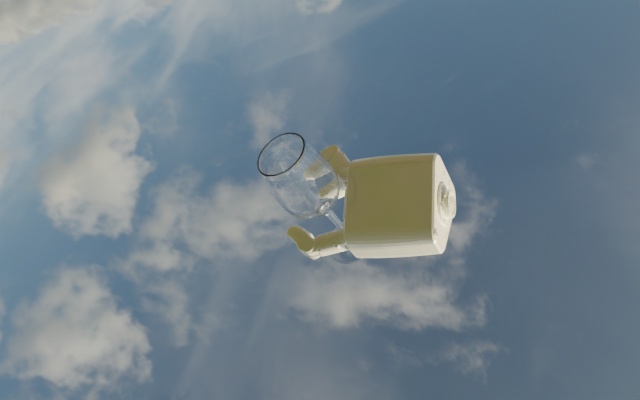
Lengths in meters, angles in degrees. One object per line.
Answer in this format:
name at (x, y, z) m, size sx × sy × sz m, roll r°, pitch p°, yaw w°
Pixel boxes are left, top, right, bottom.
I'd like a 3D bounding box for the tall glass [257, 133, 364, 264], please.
tall glass at (0.000, 0.002, 0.601) m, size 0.079 × 0.079 × 0.201 m, roll 0°, pitch -33°, yaw 33°
